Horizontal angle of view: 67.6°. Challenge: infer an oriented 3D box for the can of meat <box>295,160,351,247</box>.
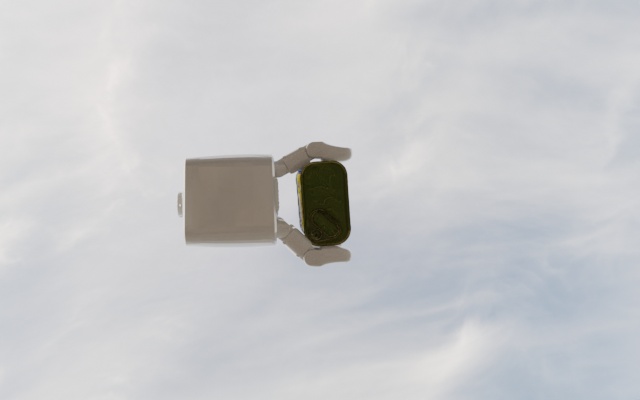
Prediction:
[{"bbox_3d":[0.000,0.002,0.607,0.057,0.102,0.084,-5,3,-9],"label":"can of meat"}]
